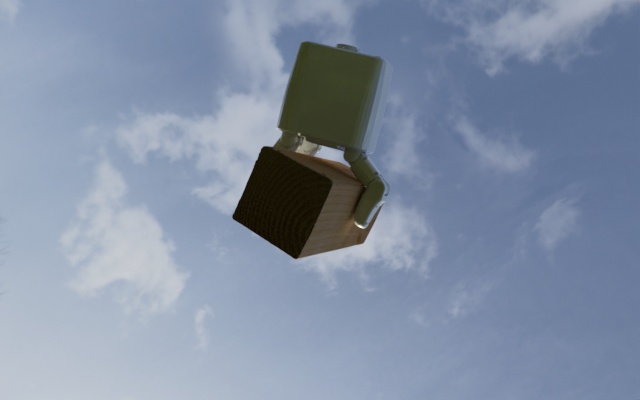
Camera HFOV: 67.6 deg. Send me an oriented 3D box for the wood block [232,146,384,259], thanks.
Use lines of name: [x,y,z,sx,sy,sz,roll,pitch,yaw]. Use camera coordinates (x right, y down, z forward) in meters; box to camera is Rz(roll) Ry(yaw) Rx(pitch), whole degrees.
wood block: [0.001,0.002,0.576,0.091,0.090,0.206,29,11,22]
